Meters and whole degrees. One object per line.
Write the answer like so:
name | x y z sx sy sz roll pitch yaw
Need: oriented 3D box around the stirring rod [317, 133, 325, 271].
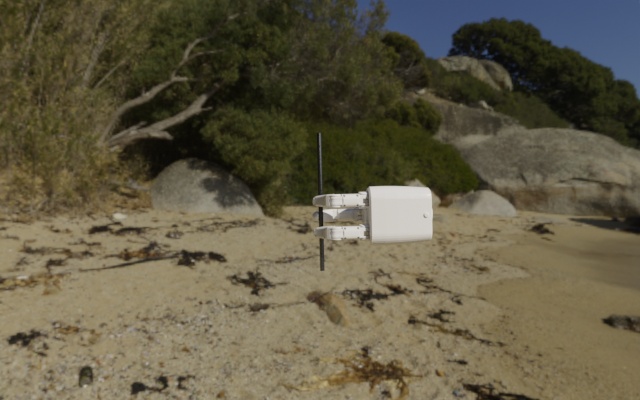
stirring rod | 0.000 0.003 0.835 0.011 0.239 0.011 -1 1 0
